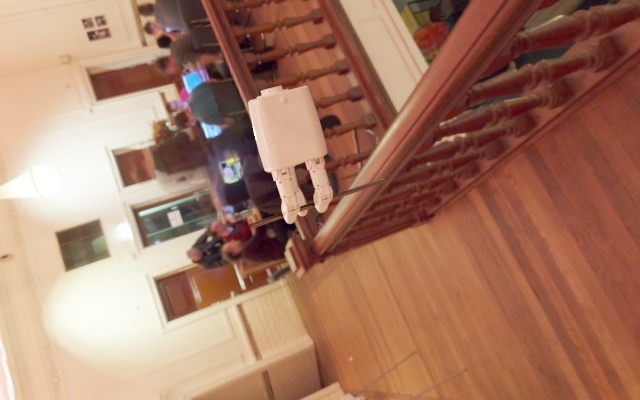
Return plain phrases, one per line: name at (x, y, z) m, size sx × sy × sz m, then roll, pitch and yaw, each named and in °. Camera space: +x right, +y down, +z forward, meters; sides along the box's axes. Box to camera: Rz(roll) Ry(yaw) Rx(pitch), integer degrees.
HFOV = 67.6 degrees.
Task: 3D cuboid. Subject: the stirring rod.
stirring rod at (0.000, 0.002, 0.771) m, size 0.239 × 0.011 × 0.011 m, roll -19°, pitch 6°, yaw -17°
